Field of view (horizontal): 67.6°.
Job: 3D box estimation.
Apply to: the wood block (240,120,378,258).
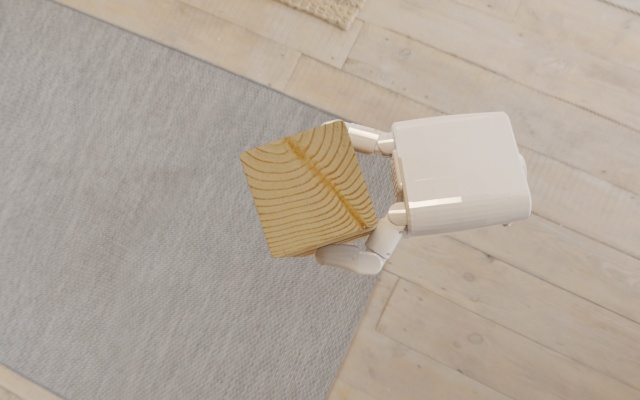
[{"bbox_3d":[0.000,0.001,0.473,0.090,0.091,0.206,-18,-8,3],"label":"wood block"}]
